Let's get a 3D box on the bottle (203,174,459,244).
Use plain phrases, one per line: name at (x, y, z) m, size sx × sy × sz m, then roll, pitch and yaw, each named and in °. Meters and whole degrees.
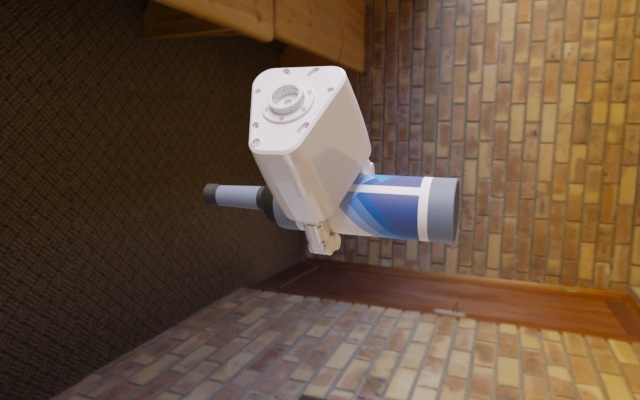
bottle at (0.000, 0.002, 0.535) m, size 0.295 × 0.069 × 0.069 m, roll 4°, pitch 1°, yaw 21°
